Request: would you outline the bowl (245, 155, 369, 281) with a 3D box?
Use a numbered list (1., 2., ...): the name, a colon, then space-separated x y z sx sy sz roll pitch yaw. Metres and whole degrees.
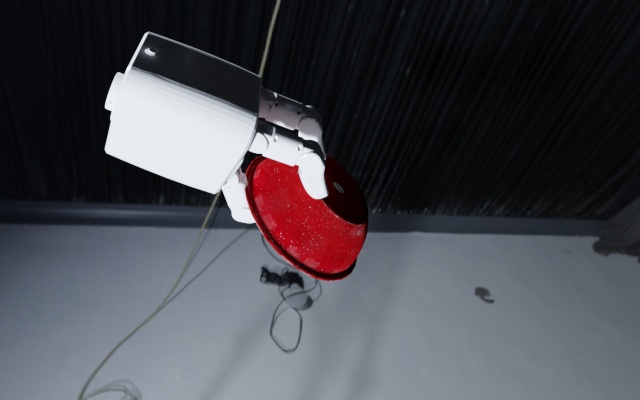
1. bowl: 0.001 0.002 0.507 0.055 0.162 0.162 -39 -21 29
